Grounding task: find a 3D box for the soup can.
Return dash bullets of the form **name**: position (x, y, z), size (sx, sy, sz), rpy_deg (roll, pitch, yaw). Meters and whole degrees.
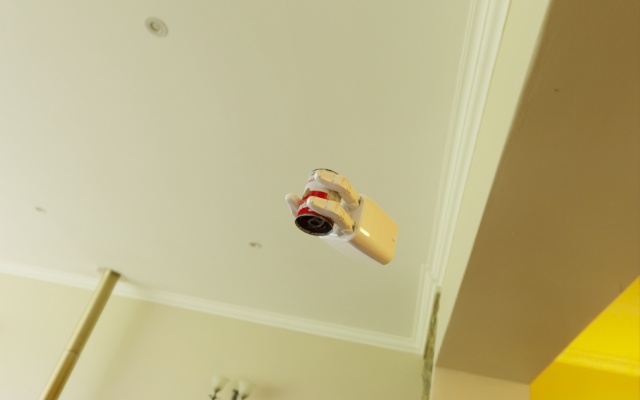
- **soup can**: position (0.000, 0.002, 0.844), size (0.068, 0.102, 0.068), rpy_deg (11, -32, 7)
